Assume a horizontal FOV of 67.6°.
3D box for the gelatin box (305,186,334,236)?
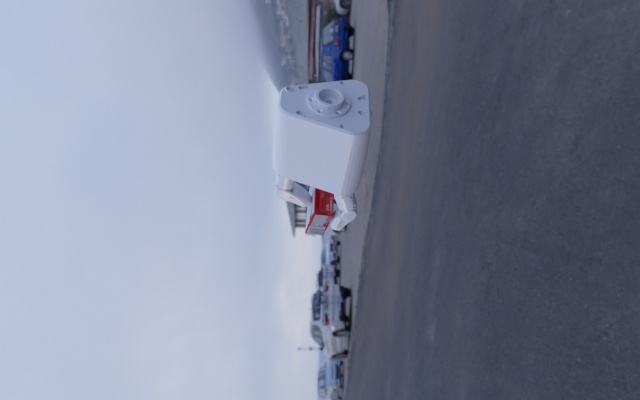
[{"bbox_3d":[0.000,0.002,0.688,0.030,0.073,0.089,7,-24,-8],"label":"gelatin box"}]
